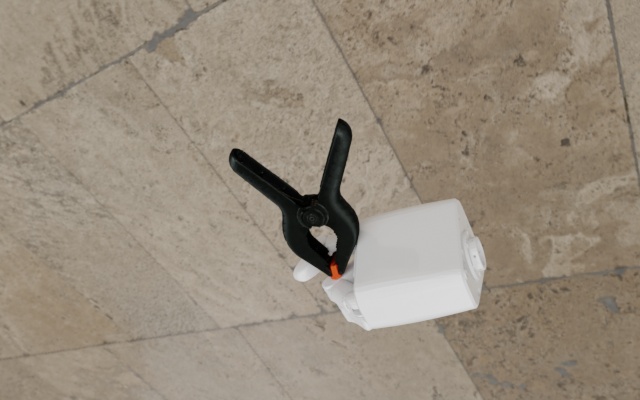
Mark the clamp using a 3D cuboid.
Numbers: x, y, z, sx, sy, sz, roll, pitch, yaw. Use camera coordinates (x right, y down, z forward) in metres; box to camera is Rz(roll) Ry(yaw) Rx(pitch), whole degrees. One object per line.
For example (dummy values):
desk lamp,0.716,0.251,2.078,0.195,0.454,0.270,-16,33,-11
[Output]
clamp,0.000,0.002,0.472,0.120,0.171,0.039,-19,29,23
